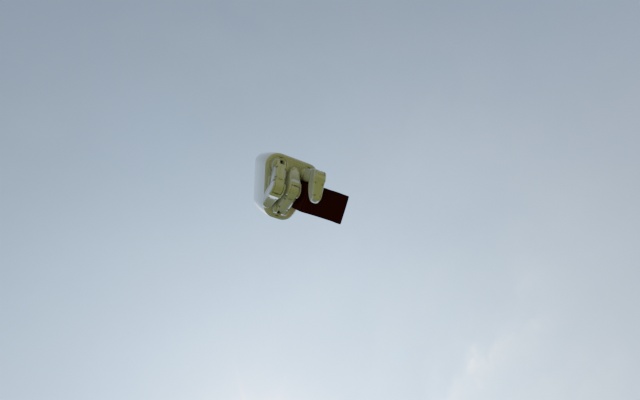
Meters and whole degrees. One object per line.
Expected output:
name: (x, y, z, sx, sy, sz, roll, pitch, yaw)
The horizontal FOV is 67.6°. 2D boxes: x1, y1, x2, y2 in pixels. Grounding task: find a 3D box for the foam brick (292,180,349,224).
foam brick: (0.000, 0.003, 0.826, 0.078, 0.053, 0.051, 19, 1, -22)
